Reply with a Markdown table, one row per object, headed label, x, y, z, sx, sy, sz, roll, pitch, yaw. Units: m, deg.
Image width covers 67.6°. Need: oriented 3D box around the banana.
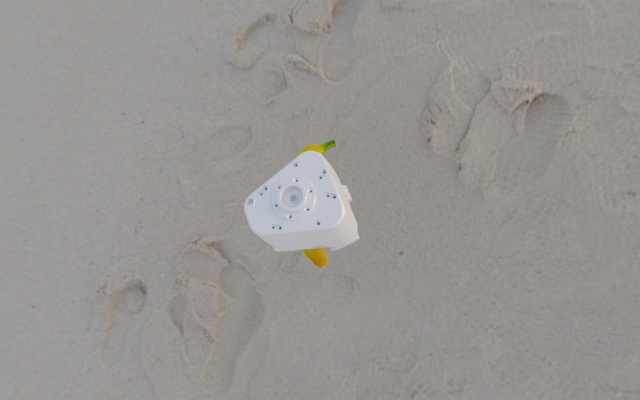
| label | x | y | z | sx | sy | sz | roll | pitch | yaw |
| --- | --- | --- | --- | --- | --- | --- | --- | --- | --- |
| banana | -0.018 | -0.002 | 0.699 | 0.069 | 0.197 | 0.037 | 2 | -15 | 8 |
